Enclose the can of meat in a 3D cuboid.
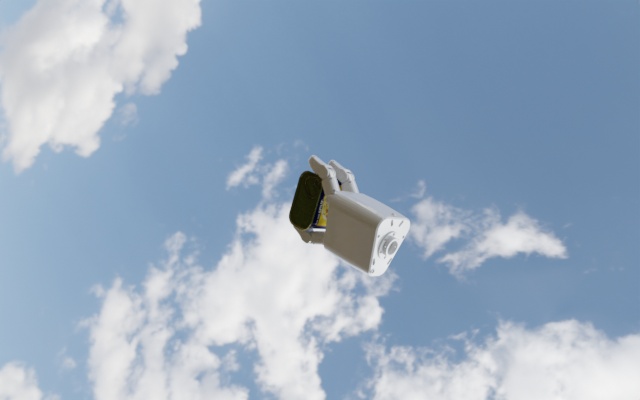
[{"bbox_3d":[0.000,0.003,0.863,0.057,0.102,0.084,24,12,41],"label":"can of meat"}]
